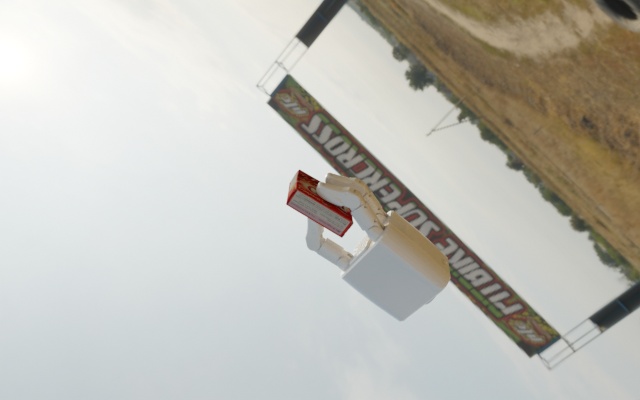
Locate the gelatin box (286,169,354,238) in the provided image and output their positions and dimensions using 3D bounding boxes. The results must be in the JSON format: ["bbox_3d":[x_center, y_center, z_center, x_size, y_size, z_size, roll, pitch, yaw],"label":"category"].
[{"bbox_3d":[0.000,0.002,0.636,0.089,0.030,0.073,30,20,-12],"label":"gelatin box"}]
